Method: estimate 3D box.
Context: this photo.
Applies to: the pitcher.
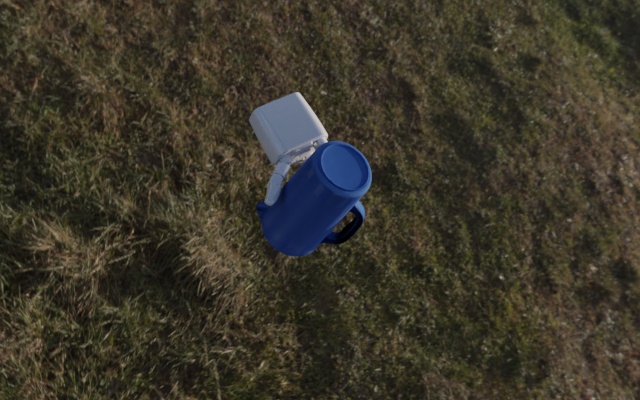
[{"bbox_3d":[0.000,0.003,0.868,0.149,0.145,0.243,-19,-16,-34],"label":"pitcher"}]
